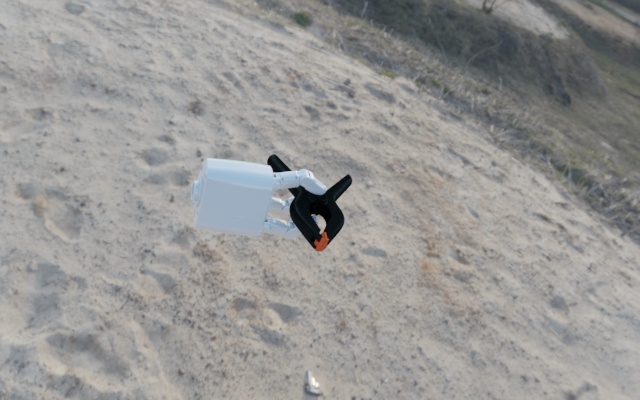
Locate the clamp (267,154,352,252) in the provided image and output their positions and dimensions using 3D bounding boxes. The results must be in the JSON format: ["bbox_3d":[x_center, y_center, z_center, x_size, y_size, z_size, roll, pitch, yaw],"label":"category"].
[{"bbox_3d":[0.000,0.002,0.813,0.164,0.036,0.209,8,39,-24],"label":"clamp"}]
